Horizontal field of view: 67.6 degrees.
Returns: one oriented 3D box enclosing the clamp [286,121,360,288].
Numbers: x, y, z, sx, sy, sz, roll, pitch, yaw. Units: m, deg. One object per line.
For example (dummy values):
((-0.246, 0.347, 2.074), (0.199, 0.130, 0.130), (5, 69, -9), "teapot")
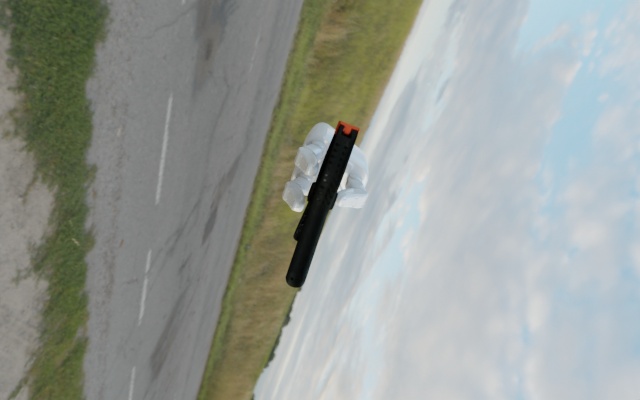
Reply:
((0.001, 0.002, 0.624), (0.036, 0.210, 0.164), (20, 22, -6), "clamp")
